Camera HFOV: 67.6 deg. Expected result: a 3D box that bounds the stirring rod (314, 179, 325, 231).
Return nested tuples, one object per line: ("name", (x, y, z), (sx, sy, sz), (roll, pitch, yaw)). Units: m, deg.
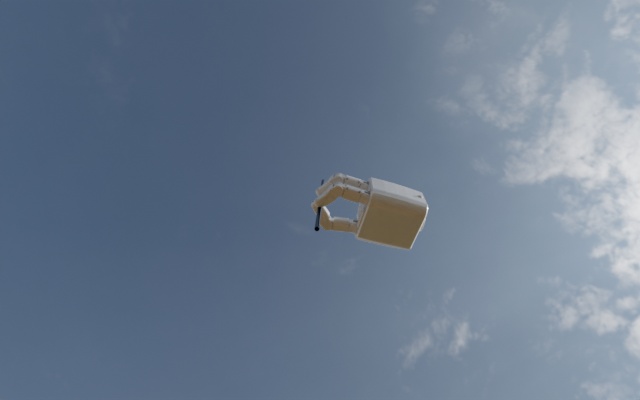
("stirring rod", (0.000, 0.003, 0.877), (0.011, 0.011, 0.239), (0, 21, 3))
